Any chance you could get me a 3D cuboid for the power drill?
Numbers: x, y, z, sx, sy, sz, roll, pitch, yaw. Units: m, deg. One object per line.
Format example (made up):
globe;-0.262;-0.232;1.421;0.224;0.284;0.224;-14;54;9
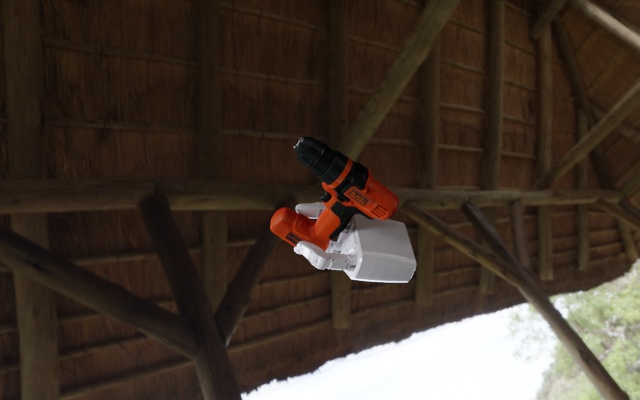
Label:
power drill;0.000;0.003;0.750;0.184;0.057;0.188;35;-48;-15
